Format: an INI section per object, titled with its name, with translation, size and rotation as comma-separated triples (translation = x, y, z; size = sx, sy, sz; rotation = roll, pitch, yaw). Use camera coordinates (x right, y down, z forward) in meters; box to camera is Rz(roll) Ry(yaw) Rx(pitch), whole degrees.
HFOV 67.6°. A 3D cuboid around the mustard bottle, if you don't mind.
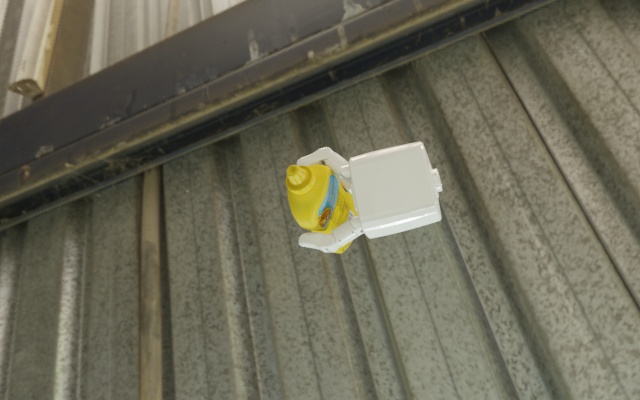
[mustard bottle]
translation = 0.000, 0.002, 0.709
size = 0.058, 0.096, 0.192
rotation = 8, -22, 28
